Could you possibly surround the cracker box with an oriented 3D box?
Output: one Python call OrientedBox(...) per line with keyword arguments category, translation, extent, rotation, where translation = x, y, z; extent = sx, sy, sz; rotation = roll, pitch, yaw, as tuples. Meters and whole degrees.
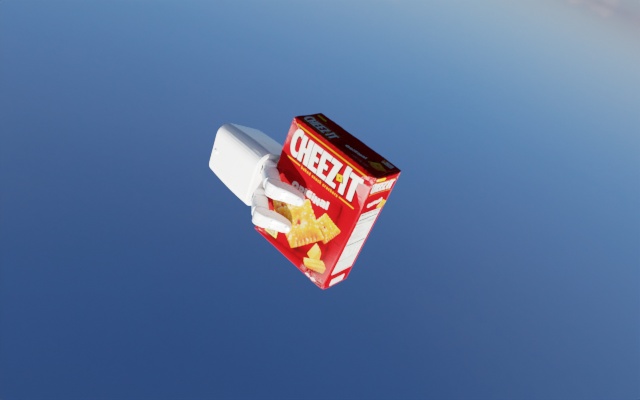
OrientedBox(category="cracker box", translation=(0.000, 0.002, 0.723), extent=(0.164, 0.214, 0.072), rotation=(40, 35, 25))
